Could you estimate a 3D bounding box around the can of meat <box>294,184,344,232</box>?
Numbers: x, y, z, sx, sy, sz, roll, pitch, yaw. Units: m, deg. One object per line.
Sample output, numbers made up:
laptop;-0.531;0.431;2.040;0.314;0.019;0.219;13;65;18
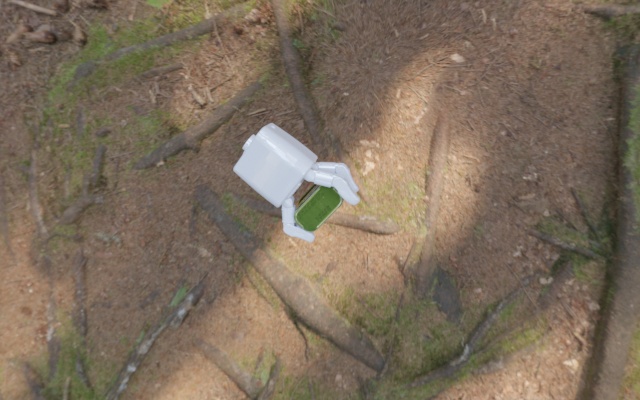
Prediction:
can of meat;0.000;0.003;0.871;0.057;0.102;0.084;42;15;-6
